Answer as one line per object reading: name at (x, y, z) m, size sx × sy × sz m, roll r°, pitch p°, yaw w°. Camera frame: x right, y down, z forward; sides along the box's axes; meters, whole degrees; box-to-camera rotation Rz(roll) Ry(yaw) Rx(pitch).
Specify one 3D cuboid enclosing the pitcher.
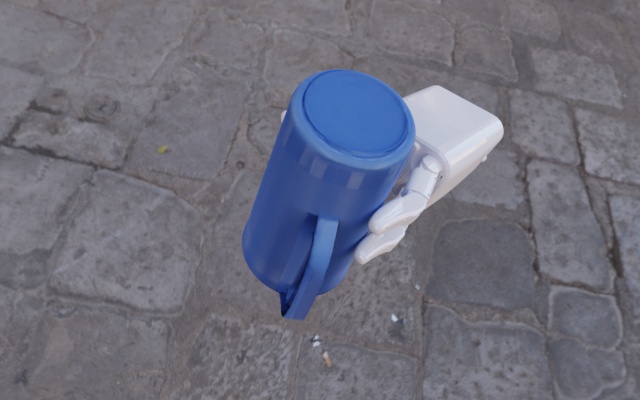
pitcher at (0.000, 0.001, 0.474) m, size 0.145 × 0.149 × 0.243 m, roll -29°, pitch -21°, yaw -30°
